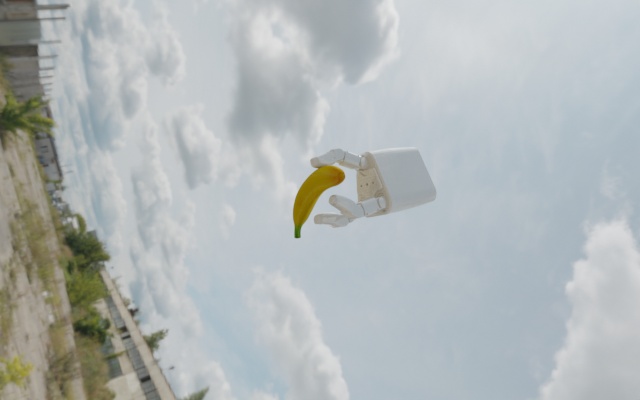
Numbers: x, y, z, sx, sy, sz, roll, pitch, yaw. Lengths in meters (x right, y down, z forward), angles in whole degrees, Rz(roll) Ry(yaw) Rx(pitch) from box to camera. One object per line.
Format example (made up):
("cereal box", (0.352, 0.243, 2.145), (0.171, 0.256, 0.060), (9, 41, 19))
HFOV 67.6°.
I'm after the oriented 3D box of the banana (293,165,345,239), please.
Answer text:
("banana", (-0.007, -0.011, 0.798), (0.037, 0.069, 0.198), (-6, -29, -28))
